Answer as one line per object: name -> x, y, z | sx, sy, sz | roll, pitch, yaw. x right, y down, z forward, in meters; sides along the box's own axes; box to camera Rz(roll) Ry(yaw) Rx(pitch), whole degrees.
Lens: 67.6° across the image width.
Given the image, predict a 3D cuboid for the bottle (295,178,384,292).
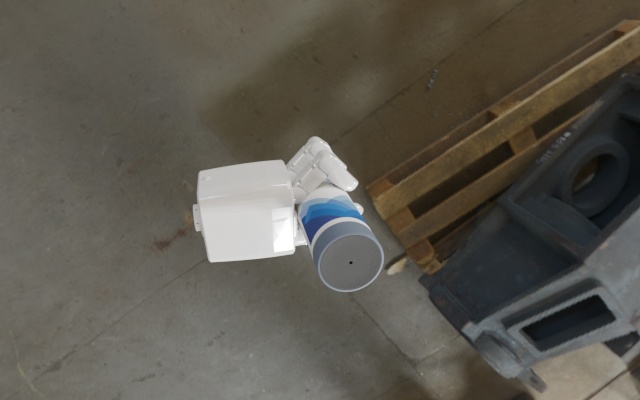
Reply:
bottle -> 0.000, 0.002, 0.589 | 0.069, 0.069, 0.295 | 0, 23, -13
